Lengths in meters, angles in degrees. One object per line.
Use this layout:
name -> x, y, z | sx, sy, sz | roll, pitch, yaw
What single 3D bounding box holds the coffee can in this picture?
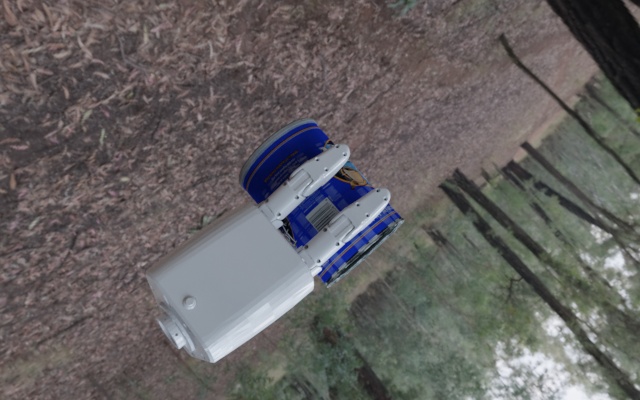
coffee can -> 0.000, 0.001, 0.486 | 0.103, 0.140, 0.103 | -39, -12, -10
